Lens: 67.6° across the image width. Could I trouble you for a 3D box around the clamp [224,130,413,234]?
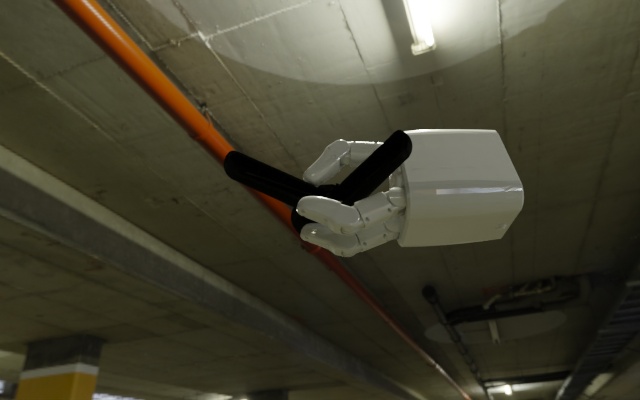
[{"bbox_3d":[0.000,0.001,0.489,0.164,0.036,0.210,-2,-29,2],"label":"clamp"}]
